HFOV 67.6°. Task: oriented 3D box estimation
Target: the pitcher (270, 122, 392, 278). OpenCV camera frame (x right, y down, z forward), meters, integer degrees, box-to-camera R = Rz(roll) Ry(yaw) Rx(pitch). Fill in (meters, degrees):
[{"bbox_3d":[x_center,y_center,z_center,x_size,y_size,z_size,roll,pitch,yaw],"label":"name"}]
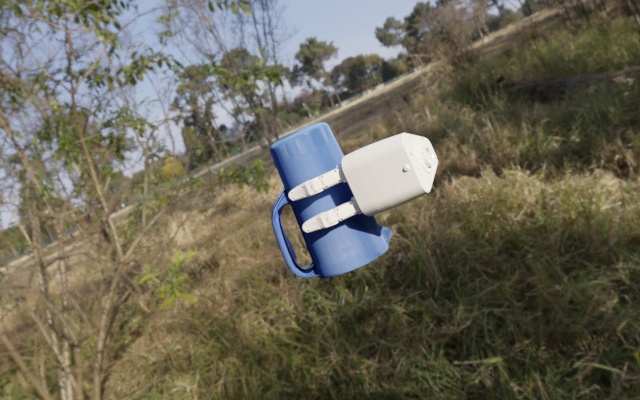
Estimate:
[{"bbox_3d":[0.000,0.003,0.803,0.145,0.243,0.149,-21,5,35],"label":"pitcher"}]
